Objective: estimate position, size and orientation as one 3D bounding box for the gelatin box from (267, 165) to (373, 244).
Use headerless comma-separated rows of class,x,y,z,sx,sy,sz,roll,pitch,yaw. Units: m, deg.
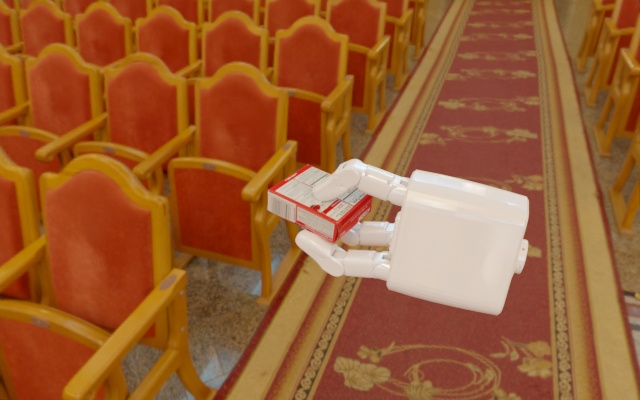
gelatin box,0.000,0.001,0.504,0.089,0.030,0.073,25,38,24
